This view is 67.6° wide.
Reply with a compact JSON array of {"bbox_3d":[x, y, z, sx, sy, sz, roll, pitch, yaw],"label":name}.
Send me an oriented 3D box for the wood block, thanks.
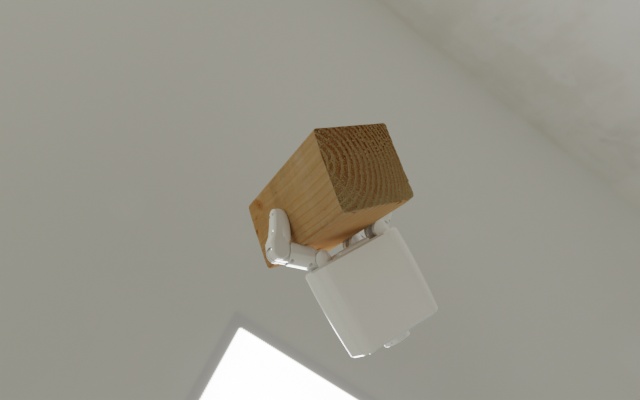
[{"bbox_3d":[0.000,0.002,0.552,0.091,0.090,0.206,-11,-17,-31],"label":"wood block"}]
